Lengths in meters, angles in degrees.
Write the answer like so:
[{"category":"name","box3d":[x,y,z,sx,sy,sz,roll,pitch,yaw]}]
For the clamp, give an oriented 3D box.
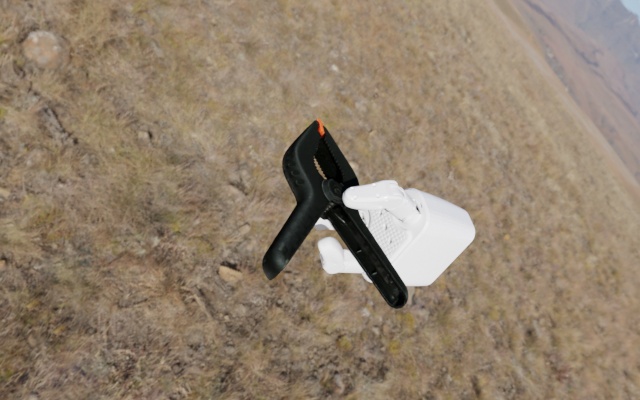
[{"category":"clamp","box3d":[0.001,0.001,0.464,0.164,0.209,0.036,15,-42,-42]}]
